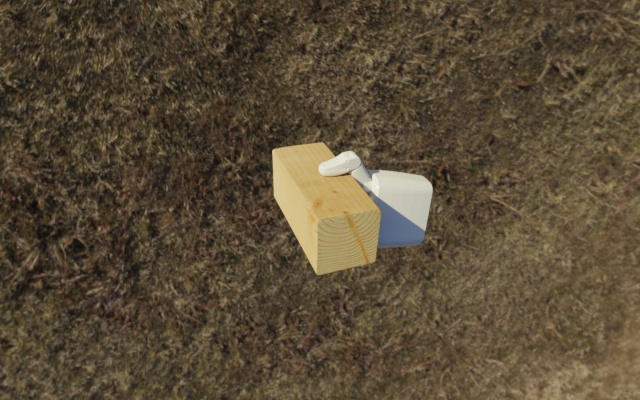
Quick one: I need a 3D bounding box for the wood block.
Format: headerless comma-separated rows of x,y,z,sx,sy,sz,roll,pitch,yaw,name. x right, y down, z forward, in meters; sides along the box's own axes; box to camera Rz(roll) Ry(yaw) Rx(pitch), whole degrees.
0.001,0.002,0.701,0.090,0.091,0.206,-10,34,-18,wood block
